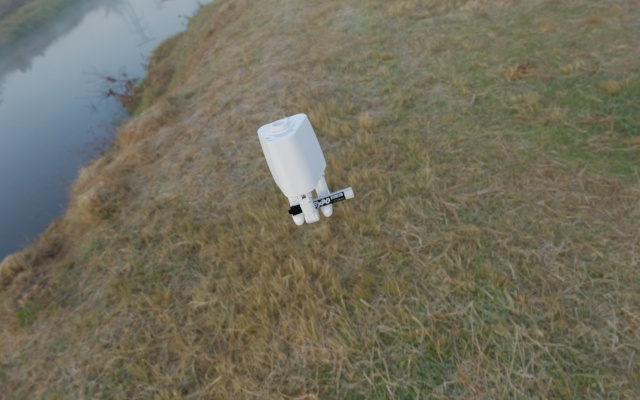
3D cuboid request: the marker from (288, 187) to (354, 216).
[{"bbox_3d":[0.000,0.003,0.855,0.121,0.020,0.020,-18,-2,5],"label":"marker"}]
